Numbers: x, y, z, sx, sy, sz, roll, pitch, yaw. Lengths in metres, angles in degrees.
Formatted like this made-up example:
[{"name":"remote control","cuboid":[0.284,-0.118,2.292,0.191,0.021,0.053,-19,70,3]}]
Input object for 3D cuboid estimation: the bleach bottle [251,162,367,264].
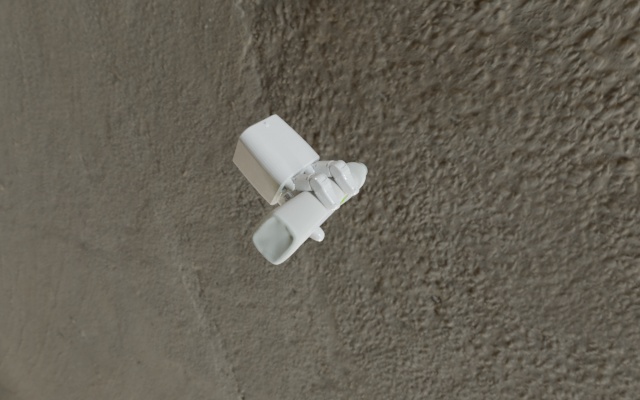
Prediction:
[{"name":"bleach bottle","cuboid":[0.000,0.003,0.795,0.250,0.068,0.103,-38,-6,-45]}]
